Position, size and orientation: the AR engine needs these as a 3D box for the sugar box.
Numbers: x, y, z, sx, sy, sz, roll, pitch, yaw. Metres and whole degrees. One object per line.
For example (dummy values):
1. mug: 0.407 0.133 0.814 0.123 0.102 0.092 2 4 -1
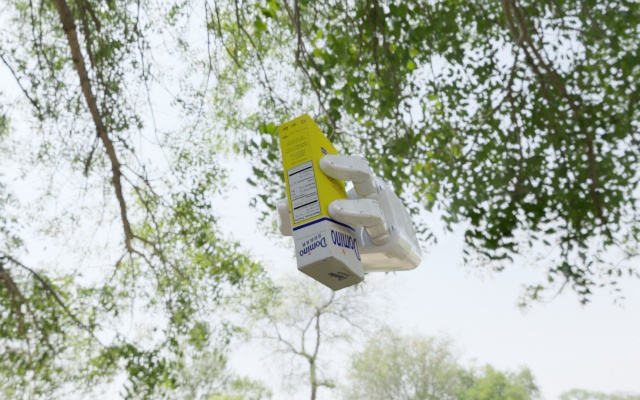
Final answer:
1. sugar box: 0.001 0.001 0.523 0.048 0.176 0.093 -23 -31 16
